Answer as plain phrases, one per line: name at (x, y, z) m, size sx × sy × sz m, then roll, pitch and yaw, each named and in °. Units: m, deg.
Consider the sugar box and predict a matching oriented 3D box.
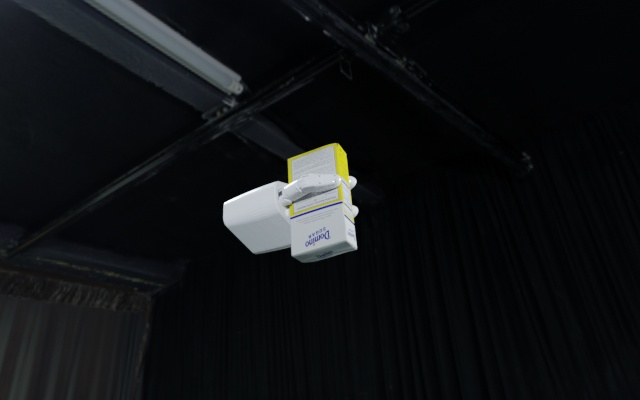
sugar box at (0.000, 0.003, 0.742) m, size 0.093 × 0.176 × 0.048 m, roll -17°, pitch -31°, yaw 22°
